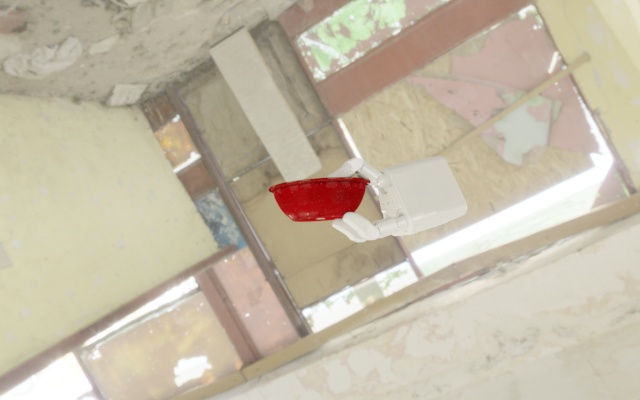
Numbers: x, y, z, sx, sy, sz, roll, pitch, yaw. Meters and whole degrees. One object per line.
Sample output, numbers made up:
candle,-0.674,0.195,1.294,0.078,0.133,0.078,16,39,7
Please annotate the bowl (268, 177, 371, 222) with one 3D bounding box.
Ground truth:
bowl,-0.001,0.003,0.751,0.162,0.055,0.162,-4,-6,0
